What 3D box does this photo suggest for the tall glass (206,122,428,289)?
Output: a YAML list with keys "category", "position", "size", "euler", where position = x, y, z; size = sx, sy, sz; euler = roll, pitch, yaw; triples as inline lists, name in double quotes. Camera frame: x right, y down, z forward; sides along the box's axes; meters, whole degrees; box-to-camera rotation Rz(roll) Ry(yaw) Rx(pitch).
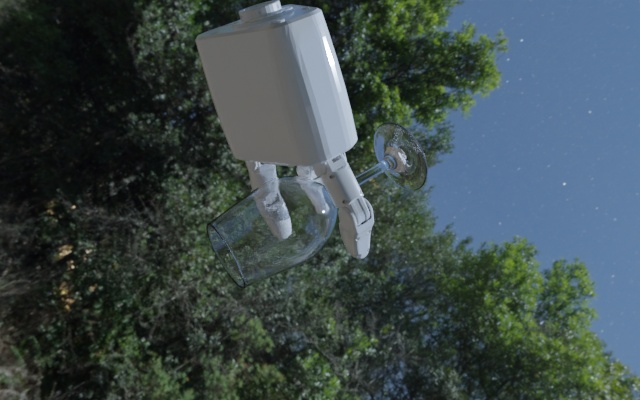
- category: "tall glass"
  position: [0.001, 0.001, 0.434]
  size: [0.201, 0.079, 0.079]
  euler: [-30, 13, -24]
